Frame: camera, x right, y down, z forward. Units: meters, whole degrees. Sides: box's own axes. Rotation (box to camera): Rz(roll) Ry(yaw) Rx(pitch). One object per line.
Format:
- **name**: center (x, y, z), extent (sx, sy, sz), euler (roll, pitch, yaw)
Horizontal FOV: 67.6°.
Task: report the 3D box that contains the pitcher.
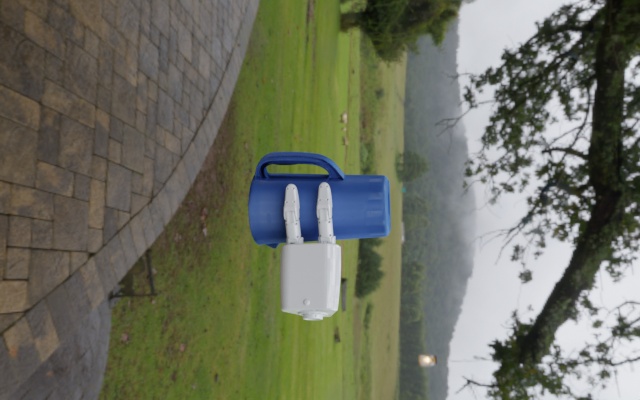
- **pitcher**: center (0.000, 0.003, 0.846), extent (0.243, 0.145, 0.149), euler (-2, -19, 9)
